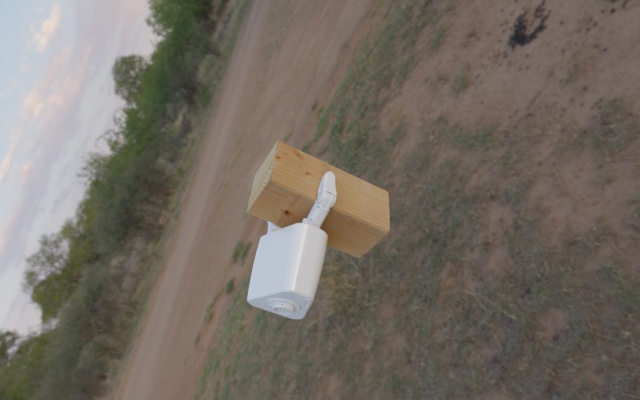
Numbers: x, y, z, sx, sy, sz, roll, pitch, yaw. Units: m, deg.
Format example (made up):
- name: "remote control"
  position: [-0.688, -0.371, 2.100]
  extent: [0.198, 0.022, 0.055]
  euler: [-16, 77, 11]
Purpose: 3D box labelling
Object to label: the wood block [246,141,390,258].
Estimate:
- name: "wood block"
  position: [0.000, 0.003, 0.763]
  extent: [0.206, 0.090, 0.091]
  euler: [24, -46, -19]
